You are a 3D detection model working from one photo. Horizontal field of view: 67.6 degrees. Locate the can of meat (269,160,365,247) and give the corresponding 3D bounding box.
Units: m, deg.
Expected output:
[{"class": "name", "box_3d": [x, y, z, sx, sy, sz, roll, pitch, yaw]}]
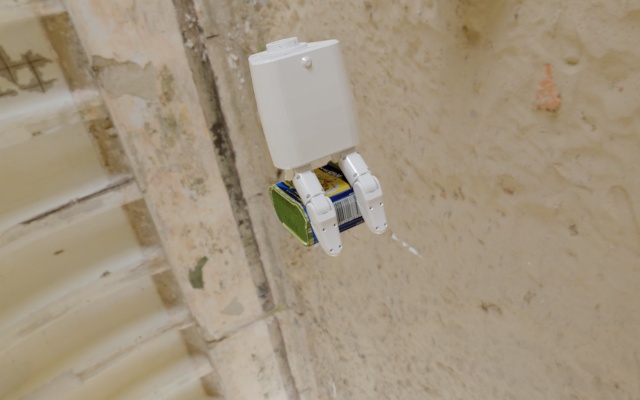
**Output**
[{"class": "can of meat", "box_3d": [0.000, 0.002, 0.536, 0.084, 0.057, 0.102, -22, 28, -20]}]
